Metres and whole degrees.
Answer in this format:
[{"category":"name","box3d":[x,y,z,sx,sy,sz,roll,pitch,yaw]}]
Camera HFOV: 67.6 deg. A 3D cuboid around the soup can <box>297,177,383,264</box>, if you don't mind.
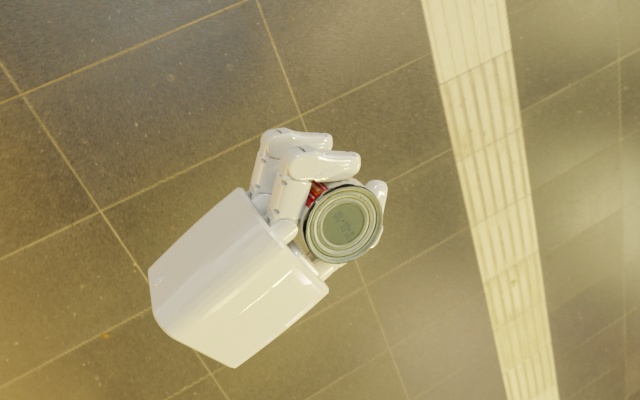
[{"category":"soup can","box3d":[0.001,0.001,0.403,0.068,0.068,0.102,0,21,-23]}]
